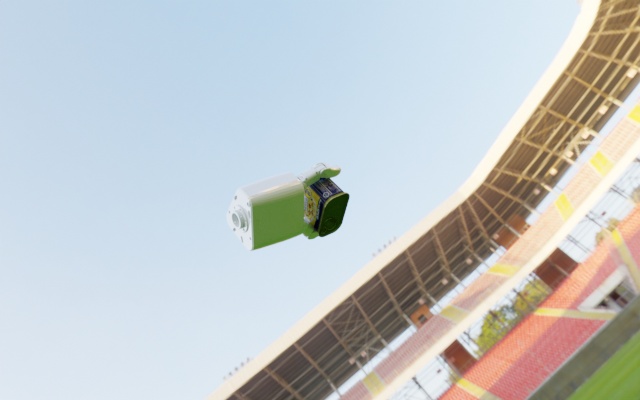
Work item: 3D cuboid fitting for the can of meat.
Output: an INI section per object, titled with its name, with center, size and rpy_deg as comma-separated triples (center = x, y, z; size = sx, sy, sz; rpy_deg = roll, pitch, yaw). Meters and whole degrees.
[can of meat]
center = 0.000, 0.003, 0.888
size = 0.057, 0.102, 0.084
rpy_deg = -22, 52, -32
